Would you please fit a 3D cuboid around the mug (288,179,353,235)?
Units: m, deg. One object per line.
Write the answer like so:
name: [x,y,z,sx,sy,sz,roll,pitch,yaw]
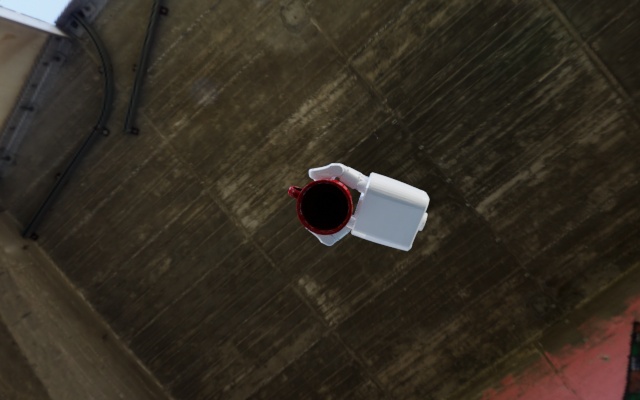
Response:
mug: [-0.001,0.002,0.824,0.117,0.093,0.081,20,9,5]
